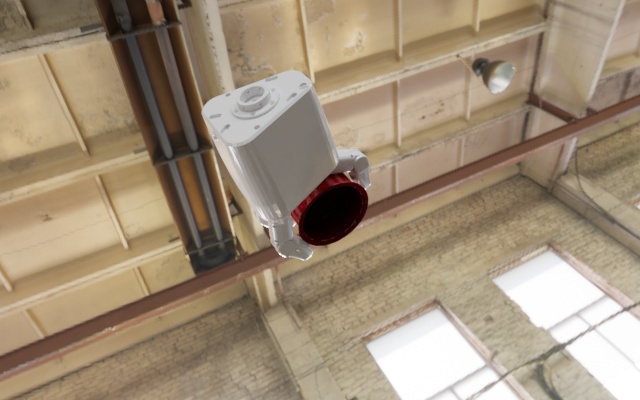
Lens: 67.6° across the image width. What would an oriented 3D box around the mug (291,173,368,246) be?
[{"bbox_3d":[0.000,0.003,0.588,0.093,0.117,0.081,-29,48,-11],"label":"mug"}]
